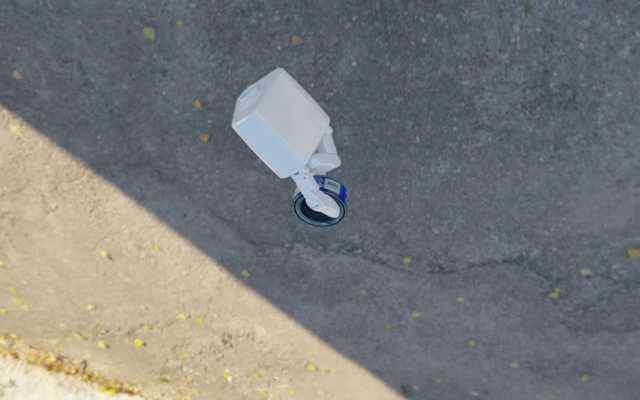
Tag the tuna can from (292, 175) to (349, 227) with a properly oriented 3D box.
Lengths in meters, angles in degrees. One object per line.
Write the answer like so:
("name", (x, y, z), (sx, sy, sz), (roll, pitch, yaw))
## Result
("tuna can", (0.000, 0.003, 0.739), (0.086, 0.033, 0.086), (5, -43, 4))
